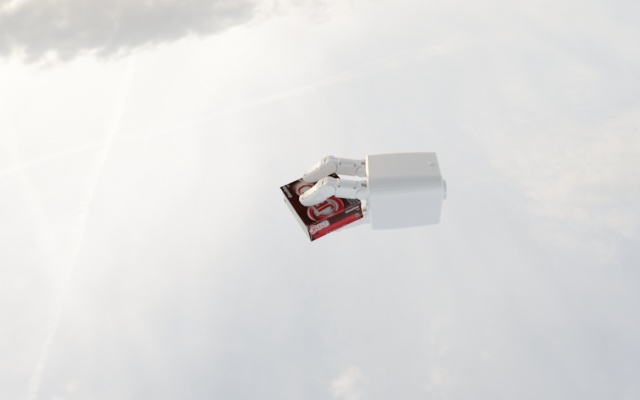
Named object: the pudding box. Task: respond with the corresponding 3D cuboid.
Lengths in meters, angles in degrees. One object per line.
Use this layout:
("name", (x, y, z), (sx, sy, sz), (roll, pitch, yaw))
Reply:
("pudding box", (0.000, 0.002, 0.729), (0.090, 0.039, 0.113), (-24, 39, -13))
